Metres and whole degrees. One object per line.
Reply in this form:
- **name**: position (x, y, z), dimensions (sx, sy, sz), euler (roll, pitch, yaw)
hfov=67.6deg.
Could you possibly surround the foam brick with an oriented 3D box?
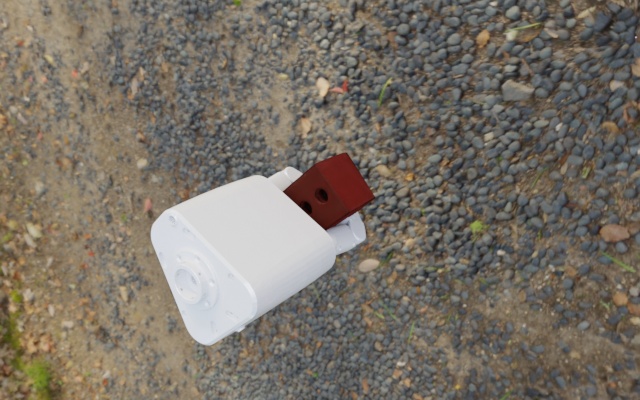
- **foam brick**: position (0.000, 0.001, 0.442), dimensions (0.078, 0.053, 0.051), euler (-39, -9, 36)
